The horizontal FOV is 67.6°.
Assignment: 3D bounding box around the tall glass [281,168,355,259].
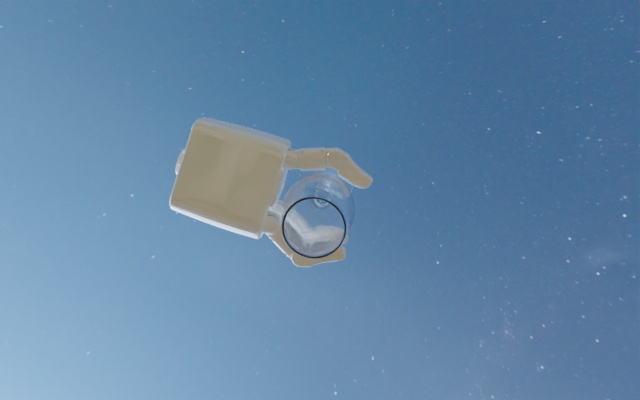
[{"bbox_3d":[0.000,0.002,0.548,0.079,0.079,0.201,0,15,4],"label":"tall glass"}]
